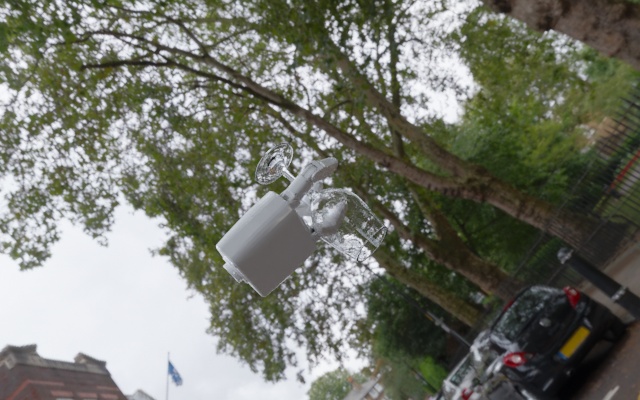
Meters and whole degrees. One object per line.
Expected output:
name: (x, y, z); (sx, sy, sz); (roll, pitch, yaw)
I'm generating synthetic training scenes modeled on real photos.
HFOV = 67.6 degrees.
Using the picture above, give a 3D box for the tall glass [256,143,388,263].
tall glass: (0.000, 0.002, 0.682); (0.201, 0.079, 0.079); (39, 18, 24)
